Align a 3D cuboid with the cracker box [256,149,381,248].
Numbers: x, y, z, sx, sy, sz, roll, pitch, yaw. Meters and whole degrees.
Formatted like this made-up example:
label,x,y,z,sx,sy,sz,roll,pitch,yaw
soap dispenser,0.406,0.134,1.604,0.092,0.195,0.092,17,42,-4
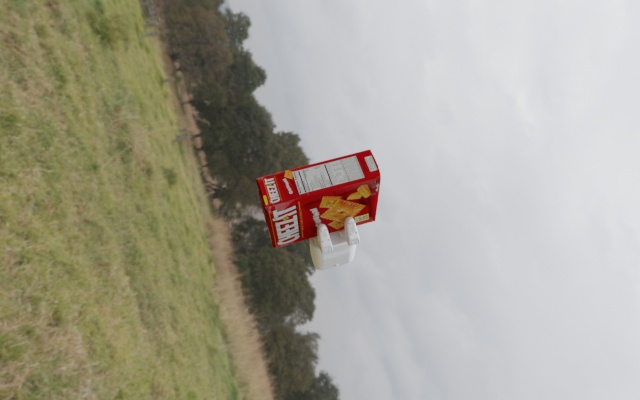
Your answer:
label,x,y,z,sx,sy,sz,roll,pitch,yaw
cracker box,0.000,0.003,0.892,0.213,0.072,0.164,-15,-31,-8
